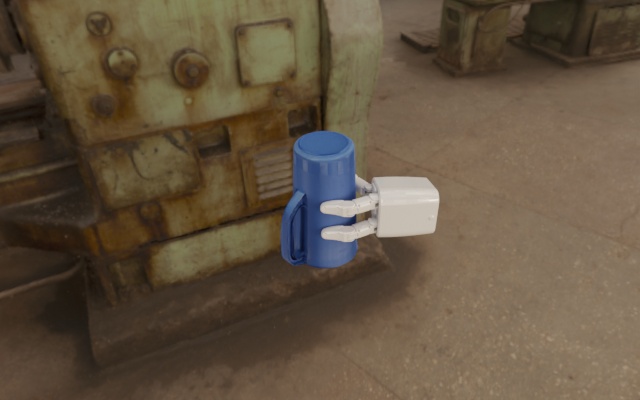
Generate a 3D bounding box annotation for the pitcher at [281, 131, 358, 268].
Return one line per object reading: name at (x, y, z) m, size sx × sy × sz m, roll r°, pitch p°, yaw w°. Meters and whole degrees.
pitcher at (0.000, 0.003, 0.892) m, size 0.145 × 0.243 × 0.149 m, roll 0°, pitch 35°, yaw 1°
